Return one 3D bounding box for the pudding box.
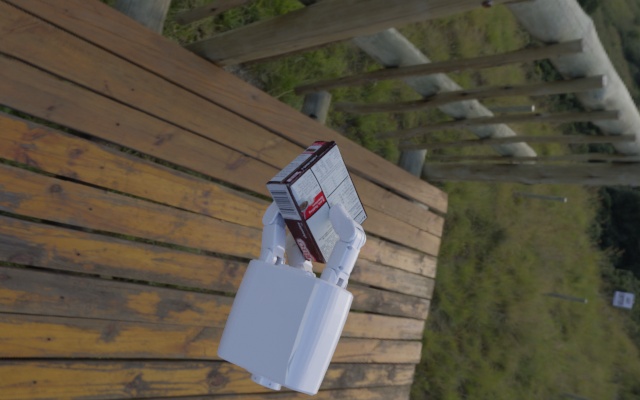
[{"bbox_3d":[0.000,0.002,0.546,0.039,0.113,0.090,7,41,43],"label":"pudding box"}]
